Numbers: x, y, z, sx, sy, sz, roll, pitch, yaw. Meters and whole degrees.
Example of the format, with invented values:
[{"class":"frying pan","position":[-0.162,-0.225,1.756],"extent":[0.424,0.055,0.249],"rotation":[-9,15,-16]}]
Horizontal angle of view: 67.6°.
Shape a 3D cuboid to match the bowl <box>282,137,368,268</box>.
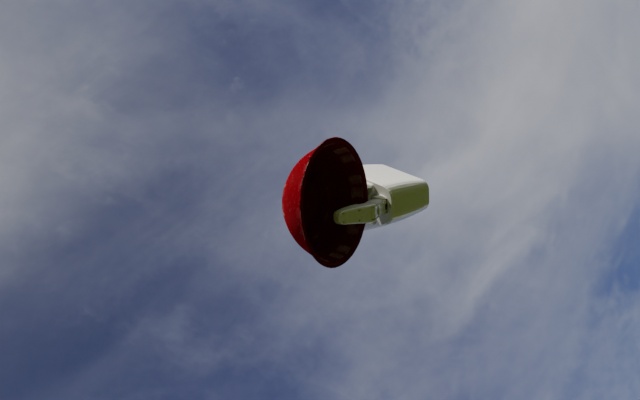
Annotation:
[{"class":"bowl","position":[-0.001,0.002,0.603],"extent":[0.055,0.162,0.162],"rotation":[2,1,32]}]
